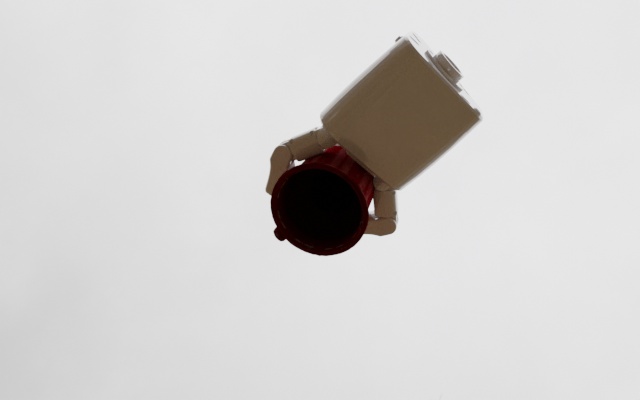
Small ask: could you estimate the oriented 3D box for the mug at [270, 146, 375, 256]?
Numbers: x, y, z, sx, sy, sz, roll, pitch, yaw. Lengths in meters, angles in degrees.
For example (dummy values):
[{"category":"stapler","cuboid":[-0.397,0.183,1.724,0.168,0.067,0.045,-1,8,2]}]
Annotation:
[{"category":"mug","cuboid":[-0.001,0.002,0.475,0.117,0.093,0.081,-40,7,27]}]
